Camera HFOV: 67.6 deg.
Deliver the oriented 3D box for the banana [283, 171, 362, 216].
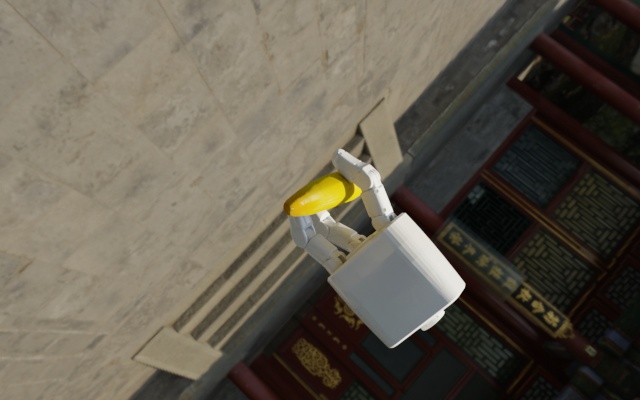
[{"bbox_3d":[0.016,-0.009,0.568,0.069,0.037,0.198,-35,-5,13],"label":"banana"}]
